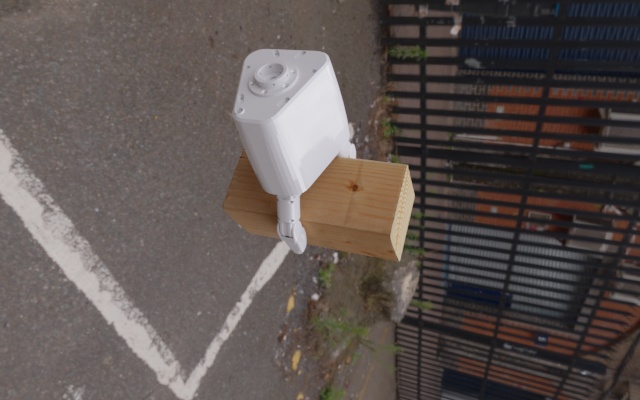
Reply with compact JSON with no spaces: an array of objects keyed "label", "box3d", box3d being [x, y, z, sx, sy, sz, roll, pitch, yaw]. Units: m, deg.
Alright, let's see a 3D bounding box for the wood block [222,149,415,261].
[{"label":"wood block","box3d":[0.000,0.002,0.584,0.206,0.090,0.090,9,-22,20]}]
